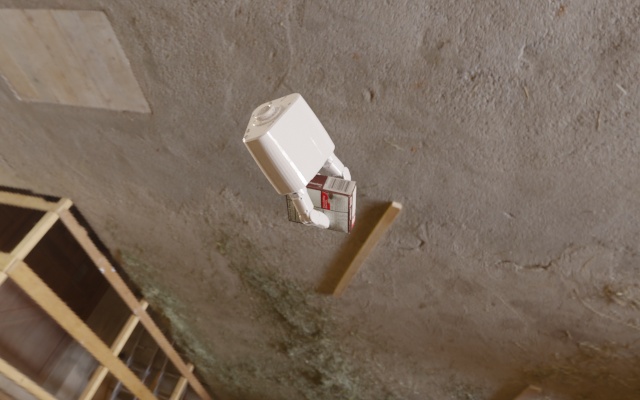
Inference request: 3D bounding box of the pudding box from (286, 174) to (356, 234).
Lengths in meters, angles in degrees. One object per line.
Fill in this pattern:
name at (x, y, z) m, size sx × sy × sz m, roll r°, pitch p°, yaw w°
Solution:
pudding box at (0.000, 0.003, 0.783) m, size 0.113 × 0.090 × 0.039 m, roll 13°, pitch 47°, yaw 15°
